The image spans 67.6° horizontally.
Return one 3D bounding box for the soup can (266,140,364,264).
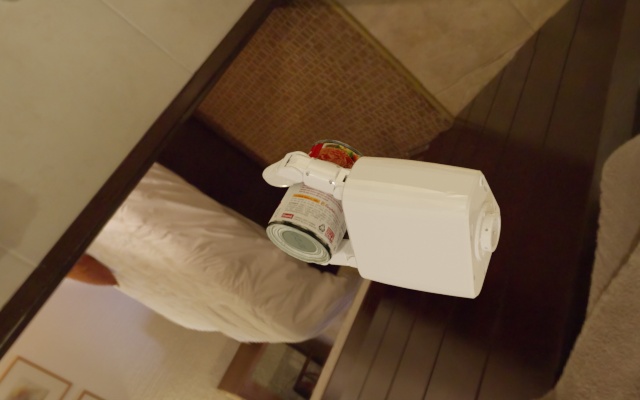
[{"bbox_3d":[-0.001,0.002,0.461,0.068,0.102,0.068,21,-29,12],"label":"soup can"}]
